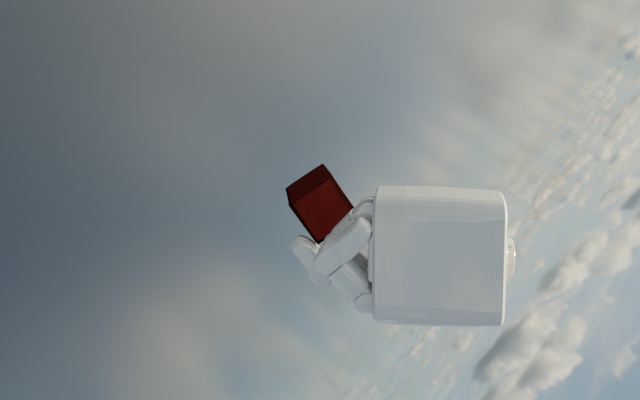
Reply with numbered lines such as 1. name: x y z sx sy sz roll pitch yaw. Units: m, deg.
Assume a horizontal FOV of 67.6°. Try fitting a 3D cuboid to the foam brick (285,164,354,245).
1. foam brick: 0.000 0.002 0.497 0.051 0.053 0.078 -35 15 2
